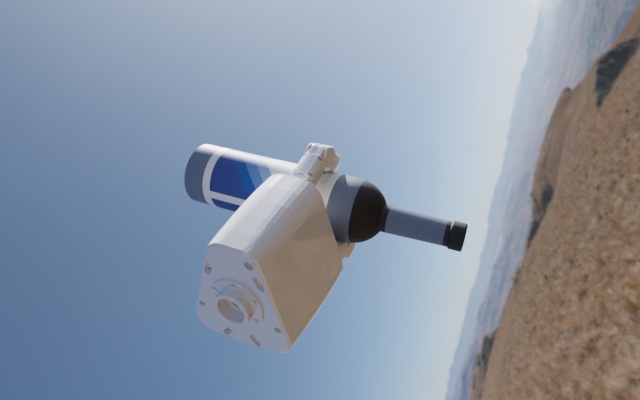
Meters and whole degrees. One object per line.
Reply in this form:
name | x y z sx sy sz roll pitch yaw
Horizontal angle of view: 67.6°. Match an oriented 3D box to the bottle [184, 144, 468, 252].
bottle | 0.000 0.001 0.496 0.295 0.069 0.069 14 5 19
